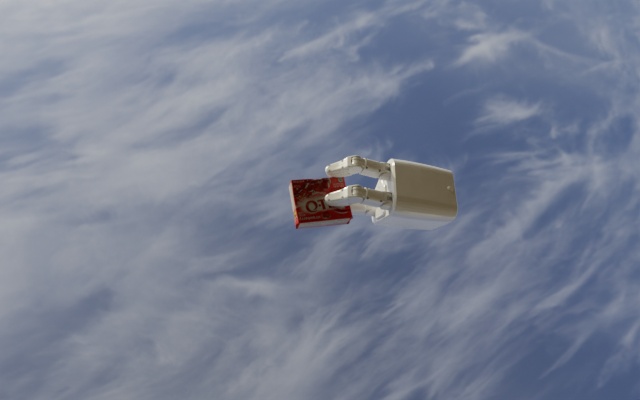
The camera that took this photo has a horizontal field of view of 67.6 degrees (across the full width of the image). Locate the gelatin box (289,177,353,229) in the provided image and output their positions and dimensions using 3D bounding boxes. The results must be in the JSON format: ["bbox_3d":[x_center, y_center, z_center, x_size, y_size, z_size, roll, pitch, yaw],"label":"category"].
[{"bbox_3d":[0.000,0.003,0.746,0.089,0.073,0.030,-5,-22,-14],"label":"gelatin box"}]
